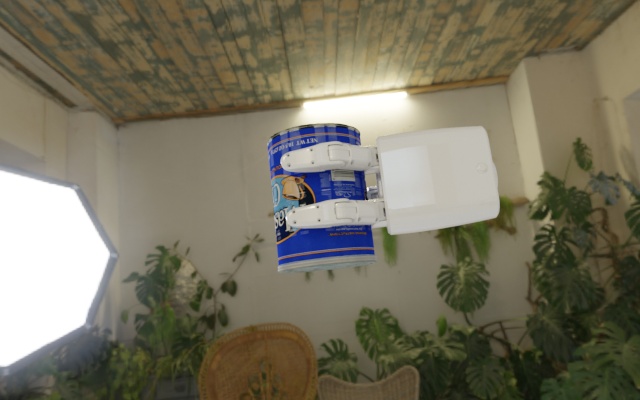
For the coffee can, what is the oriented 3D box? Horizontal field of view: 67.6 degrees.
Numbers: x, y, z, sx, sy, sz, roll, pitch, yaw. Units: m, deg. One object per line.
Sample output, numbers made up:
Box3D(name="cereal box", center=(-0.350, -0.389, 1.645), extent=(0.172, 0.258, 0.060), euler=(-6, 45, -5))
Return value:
Box3D(name="coffee can", center=(0.000, 0.002, 0.507), extent=(0.103, 0.140, 0.103), euler=(-6, -11, -1))
